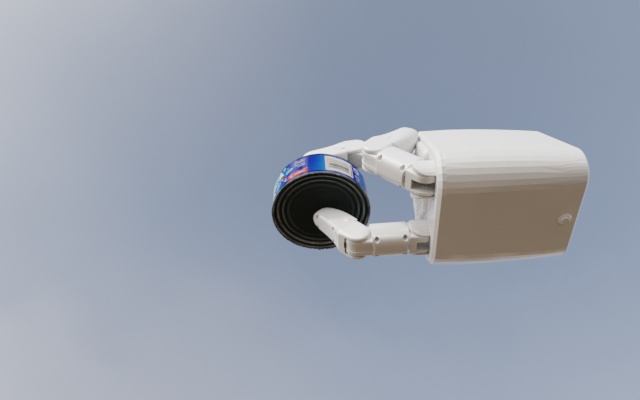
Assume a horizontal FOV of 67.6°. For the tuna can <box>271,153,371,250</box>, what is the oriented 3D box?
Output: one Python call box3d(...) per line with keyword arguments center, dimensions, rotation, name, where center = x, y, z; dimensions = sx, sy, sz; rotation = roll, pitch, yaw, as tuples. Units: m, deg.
box3d(center=(0.000, 0.001, 0.426), dimensions=(0.086, 0.086, 0.033), rotation=(0, 38, -3), name="tuna can")
